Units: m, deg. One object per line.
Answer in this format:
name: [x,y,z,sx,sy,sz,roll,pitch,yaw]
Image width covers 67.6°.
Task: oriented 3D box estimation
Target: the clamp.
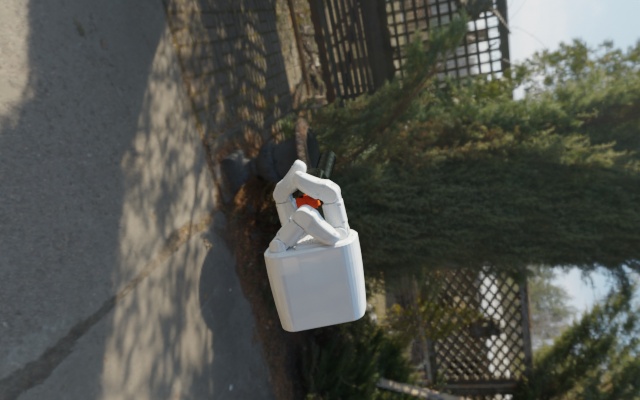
clamp: [0.001,0.002,0.668,0.039,0.120,0.171,-5,15,15]
